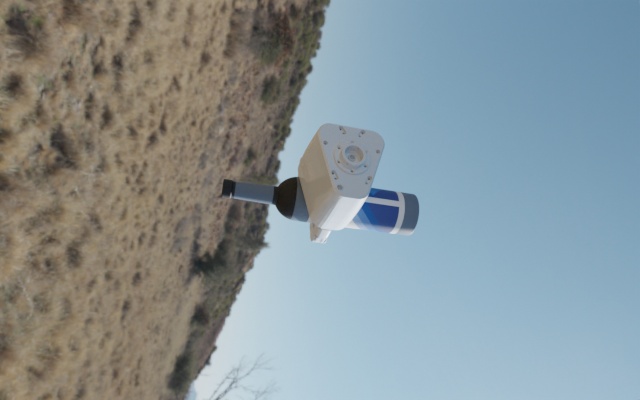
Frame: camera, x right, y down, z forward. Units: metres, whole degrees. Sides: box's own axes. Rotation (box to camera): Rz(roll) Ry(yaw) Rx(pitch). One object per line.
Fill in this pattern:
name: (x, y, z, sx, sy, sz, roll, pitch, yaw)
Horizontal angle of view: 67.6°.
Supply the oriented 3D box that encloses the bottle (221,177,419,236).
bottle: (0.000, 0.002, 0.724, 0.296, 0.069, 0.069, 8, -2, -12)
